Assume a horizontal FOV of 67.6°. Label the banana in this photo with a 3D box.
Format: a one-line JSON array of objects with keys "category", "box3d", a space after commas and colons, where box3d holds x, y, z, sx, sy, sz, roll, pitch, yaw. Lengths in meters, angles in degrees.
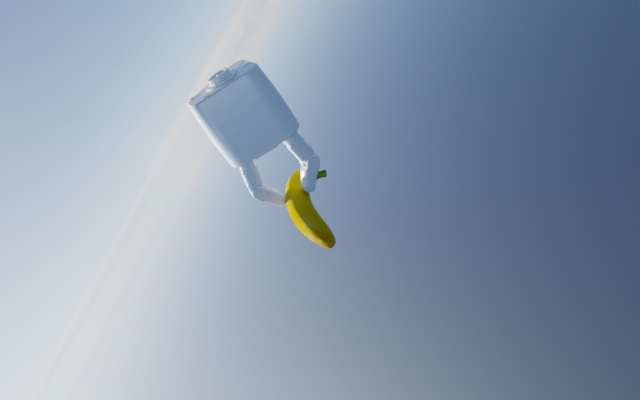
[{"category": "banana", "box3d": [-0.019, 0.001, 0.721, 0.069, 0.037, 0.197, -3, 36, -2]}]
